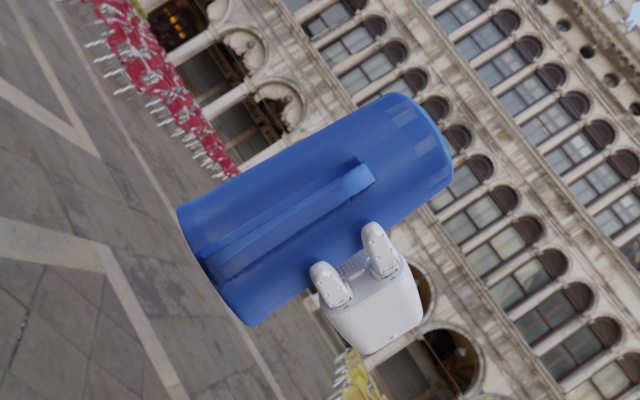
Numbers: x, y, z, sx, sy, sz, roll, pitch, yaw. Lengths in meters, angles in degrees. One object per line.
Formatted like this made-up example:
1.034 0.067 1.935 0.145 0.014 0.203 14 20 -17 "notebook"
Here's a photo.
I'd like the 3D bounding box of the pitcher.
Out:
0.000 0.002 0.446 0.243 0.145 0.149 -33 44 -4 "pitcher"
